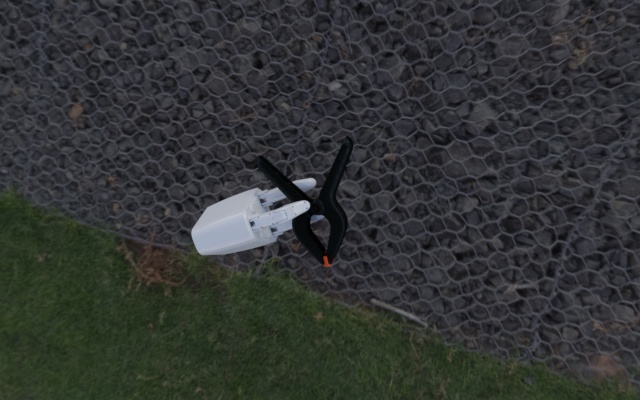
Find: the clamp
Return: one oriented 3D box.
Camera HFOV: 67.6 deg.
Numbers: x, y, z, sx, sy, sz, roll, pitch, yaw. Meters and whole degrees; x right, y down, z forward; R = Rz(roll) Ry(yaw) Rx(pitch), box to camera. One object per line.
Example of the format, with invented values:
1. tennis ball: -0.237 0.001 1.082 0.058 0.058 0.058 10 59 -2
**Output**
1. clamp: 0.000 0.003 0.779 0.164 0.210 0.036 -18 6 18
